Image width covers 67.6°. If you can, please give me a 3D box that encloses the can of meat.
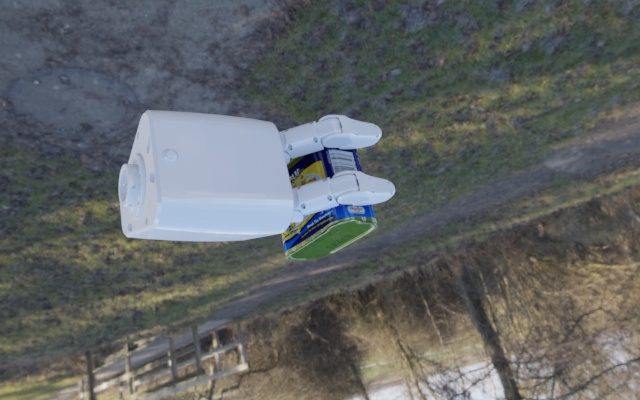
[{"bbox_3d":[0.000,0.002,0.448,0.057,0.084,0.102,5,-28,-38],"label":"can of meat"}]
